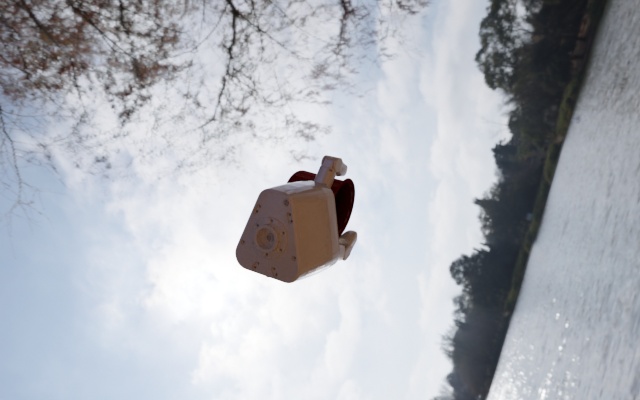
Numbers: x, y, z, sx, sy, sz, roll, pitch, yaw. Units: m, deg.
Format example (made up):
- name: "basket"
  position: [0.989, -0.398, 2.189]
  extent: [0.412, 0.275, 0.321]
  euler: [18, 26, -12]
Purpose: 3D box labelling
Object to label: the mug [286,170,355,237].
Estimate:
- name: "mug"
  position: [0.001, 0.002, 0.709]
  extent: [0.081, 0.093, 0.117]
  euler: [16, 11, 23]
